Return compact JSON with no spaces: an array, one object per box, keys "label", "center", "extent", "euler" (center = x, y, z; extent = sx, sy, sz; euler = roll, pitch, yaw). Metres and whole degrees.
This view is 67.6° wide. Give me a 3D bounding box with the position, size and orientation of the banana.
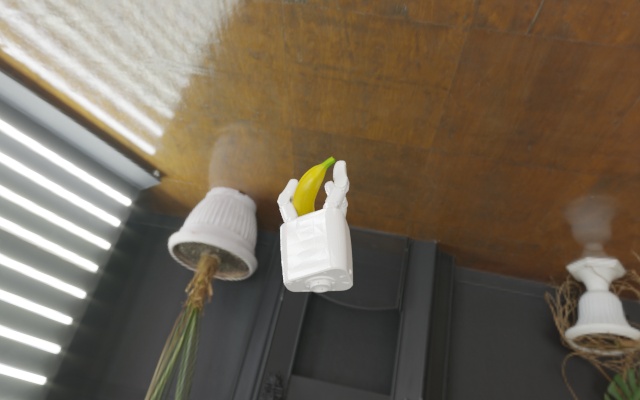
[{"label":"banana","center":[-0.017,0.004,0.844],"extent":[0.069,0.037,0.198],"euler":[-11,-34,-18]}]
